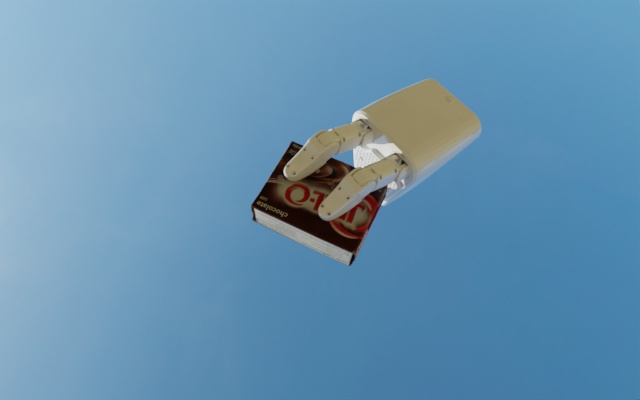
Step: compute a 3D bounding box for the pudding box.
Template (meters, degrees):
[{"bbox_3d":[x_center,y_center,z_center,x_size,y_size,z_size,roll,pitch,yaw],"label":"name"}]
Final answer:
[{"bbox_3d":[0.000,0.002,0.482,0.113,0.090,0.039,23,-31,10],"label":"pudding box"}]
